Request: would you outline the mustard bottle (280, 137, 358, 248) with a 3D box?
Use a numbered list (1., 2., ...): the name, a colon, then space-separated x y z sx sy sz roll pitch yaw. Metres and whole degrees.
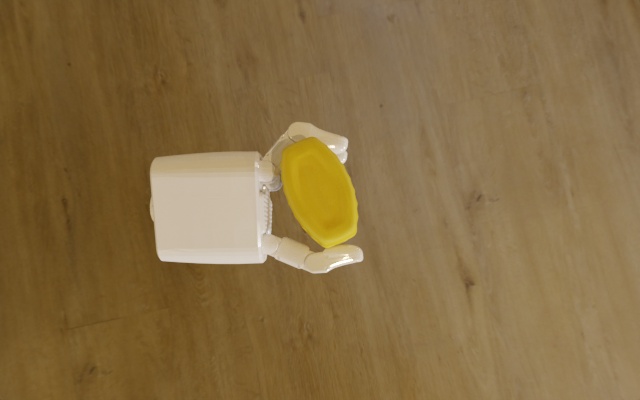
1. mustard bottle: 0.000 0.002 0.498 0.058 0.096 0.191 -25 -6 -2
